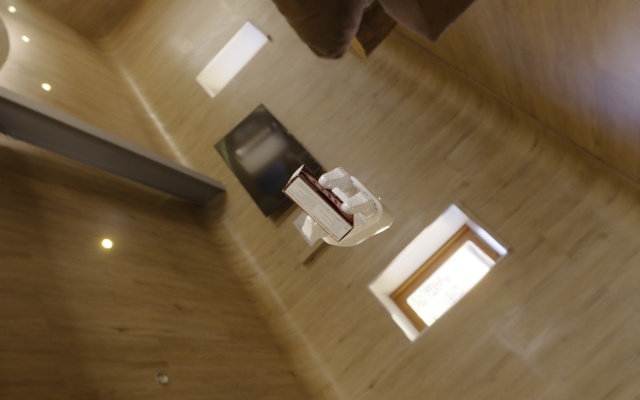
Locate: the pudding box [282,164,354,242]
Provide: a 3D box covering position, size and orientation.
[{"bbox_3d":[0.000,0.002,0.711,0.113,0.039,0.090,41,11,-6],"label":"pudding box"}]
